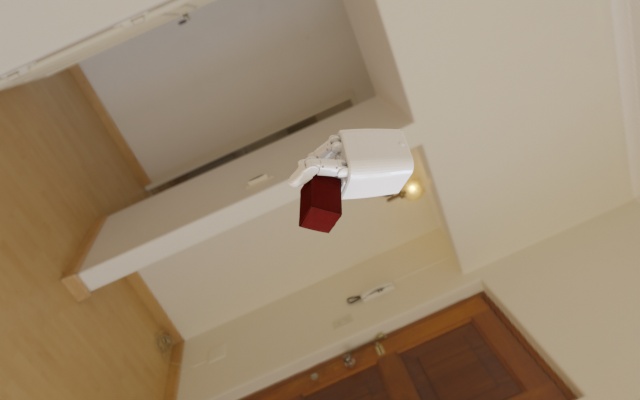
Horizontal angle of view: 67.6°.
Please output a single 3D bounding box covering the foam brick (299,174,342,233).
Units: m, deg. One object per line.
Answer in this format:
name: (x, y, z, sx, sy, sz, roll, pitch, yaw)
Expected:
foam brick: (0.000, 0.003, 0.743, 0.051, 0.078, 0.053, 17, -44, -17)
